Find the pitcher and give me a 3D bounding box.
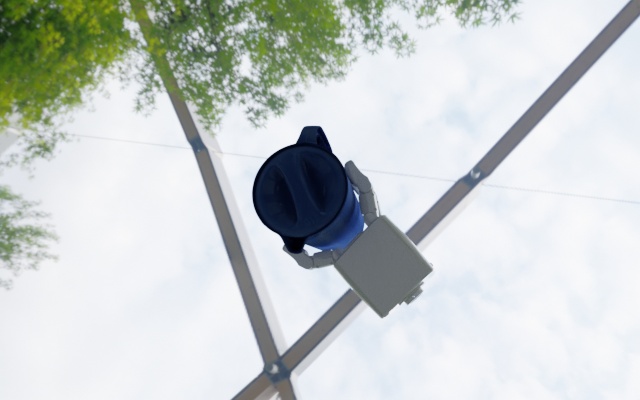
[{"bbox_3d":[0.000,0.003,0.742,0.149,0.145,0.243,-42,-19,1],"label":"pitcher"}]
